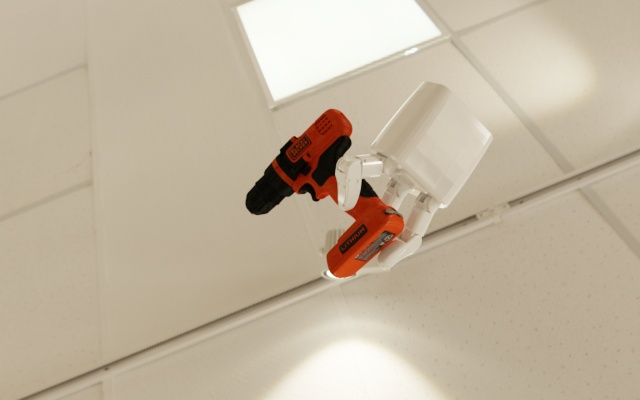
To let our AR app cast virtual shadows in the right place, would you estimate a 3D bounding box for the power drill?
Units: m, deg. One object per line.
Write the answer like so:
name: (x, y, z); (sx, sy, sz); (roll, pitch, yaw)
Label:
power drill: (0.001, 0.002, 0.600); (0.184, 0.187, 0.057); (-44, -28, 18)
